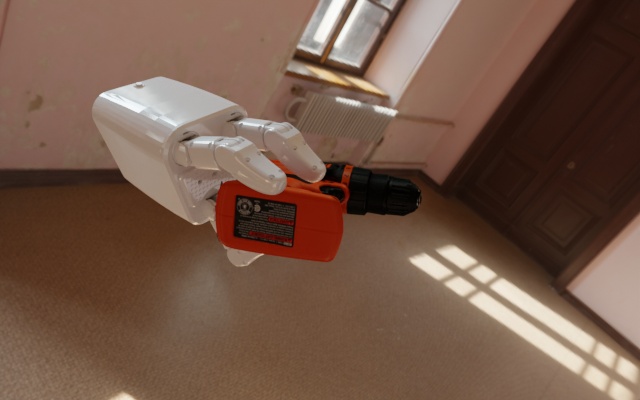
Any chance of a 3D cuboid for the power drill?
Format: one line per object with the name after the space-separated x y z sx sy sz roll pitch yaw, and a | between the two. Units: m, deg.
0.000 0.001 0.448 0.184 0.057 0.187 6 12 12 | power drill
